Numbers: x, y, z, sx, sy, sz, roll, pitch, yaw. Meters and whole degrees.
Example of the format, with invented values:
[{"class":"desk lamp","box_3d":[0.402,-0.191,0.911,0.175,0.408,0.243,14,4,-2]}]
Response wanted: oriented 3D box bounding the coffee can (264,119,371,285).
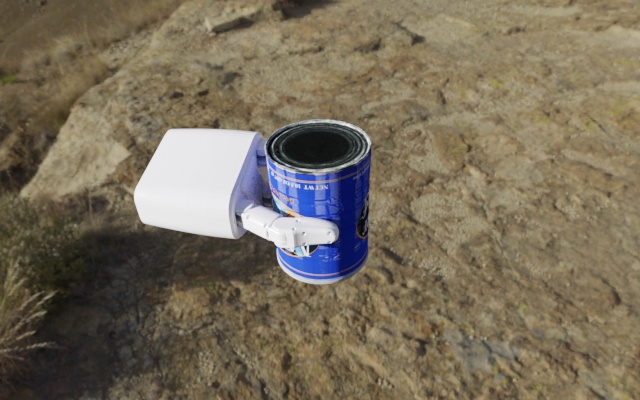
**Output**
[{"class":"coffee can","box_3d":[0.000,0.002,0.496,0.103,0.140,0.102,-2,36,1]}]
